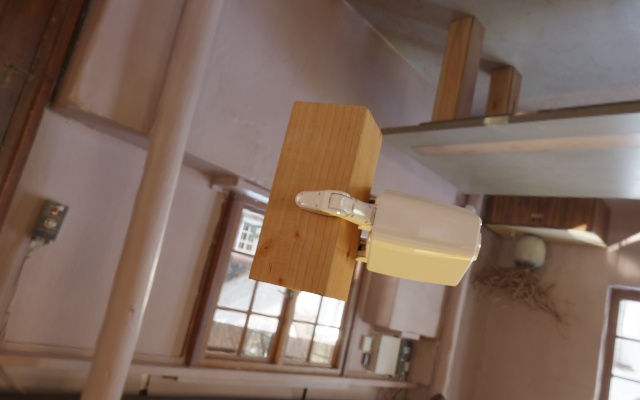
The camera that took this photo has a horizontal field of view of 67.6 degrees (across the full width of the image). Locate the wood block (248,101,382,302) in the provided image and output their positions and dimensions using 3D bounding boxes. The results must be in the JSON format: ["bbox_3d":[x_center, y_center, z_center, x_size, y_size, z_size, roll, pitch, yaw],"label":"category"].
[{"bbox_3d":[0.000,0.002,0.547,0.090,0.206,0.091,9,-12,21],"label":"wood block"}]
